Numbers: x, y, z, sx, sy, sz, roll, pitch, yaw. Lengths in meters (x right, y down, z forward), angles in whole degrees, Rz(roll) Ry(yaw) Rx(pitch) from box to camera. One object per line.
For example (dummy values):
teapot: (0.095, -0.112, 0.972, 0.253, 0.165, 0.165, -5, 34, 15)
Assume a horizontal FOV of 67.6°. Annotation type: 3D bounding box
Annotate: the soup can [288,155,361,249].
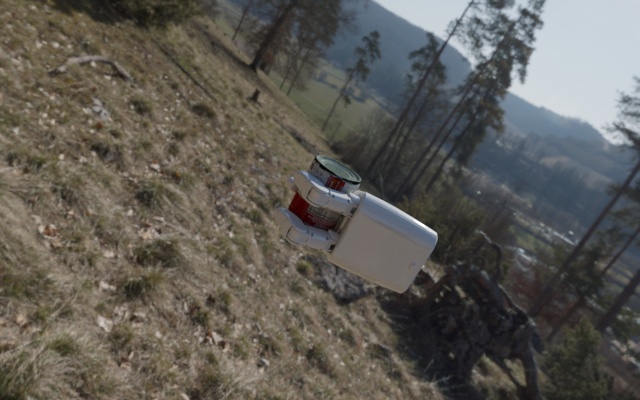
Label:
soup can: (0.000, 0.001, 0.612, 0.068, 0.102, 0.068, 26, 18, -9)
